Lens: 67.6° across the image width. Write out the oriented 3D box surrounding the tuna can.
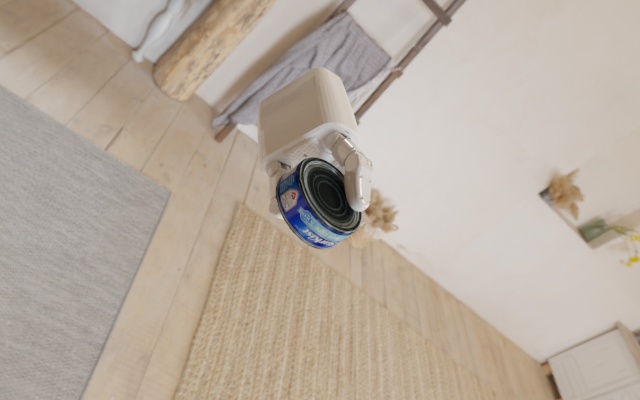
[{"bbox_3d":[0.000,0.001,0.459,0.034,0.086,0.086,-35,-21,33],"label":"tuna can"}]
